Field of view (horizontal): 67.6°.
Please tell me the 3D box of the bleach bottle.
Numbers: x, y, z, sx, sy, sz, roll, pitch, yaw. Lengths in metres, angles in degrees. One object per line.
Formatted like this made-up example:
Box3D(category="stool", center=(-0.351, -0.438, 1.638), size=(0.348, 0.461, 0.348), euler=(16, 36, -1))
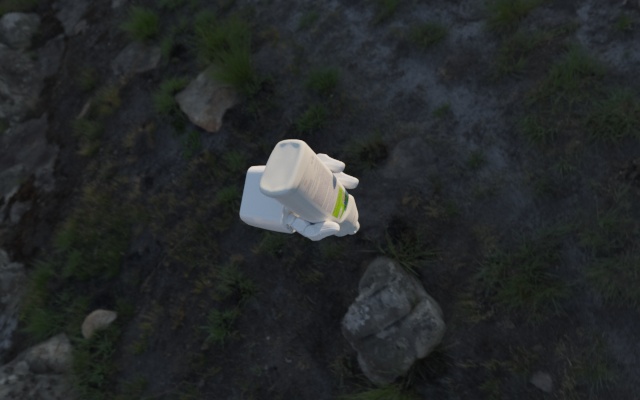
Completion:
Box3D(category="bleach bottle", center=(0.000, 0.003, 0.817), size=(0.068, 0.102, 0.251), euler=(5, -24, 34))
